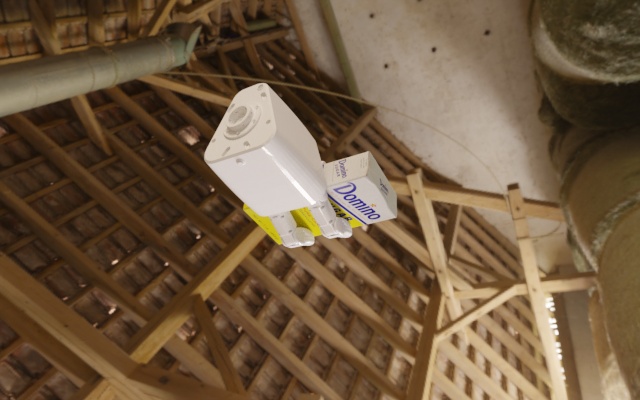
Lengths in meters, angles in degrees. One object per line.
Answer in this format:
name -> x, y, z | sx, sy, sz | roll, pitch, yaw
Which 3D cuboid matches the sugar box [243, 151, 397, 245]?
sugar box -> 0.000, 0.002, 0.614 | 0.176, 0.048, 0.093 | -13, -41, 26
